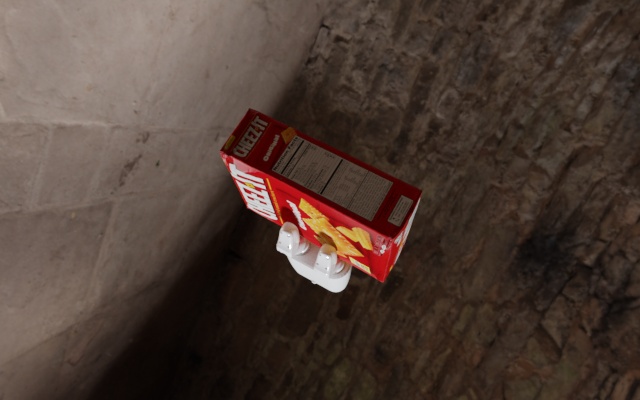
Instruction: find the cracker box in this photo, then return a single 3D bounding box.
[{"bbox_3d":[0.000,0.002,0.566,0.213,0.072,0.164,27,-20,14],"label":"cracker box"}]
